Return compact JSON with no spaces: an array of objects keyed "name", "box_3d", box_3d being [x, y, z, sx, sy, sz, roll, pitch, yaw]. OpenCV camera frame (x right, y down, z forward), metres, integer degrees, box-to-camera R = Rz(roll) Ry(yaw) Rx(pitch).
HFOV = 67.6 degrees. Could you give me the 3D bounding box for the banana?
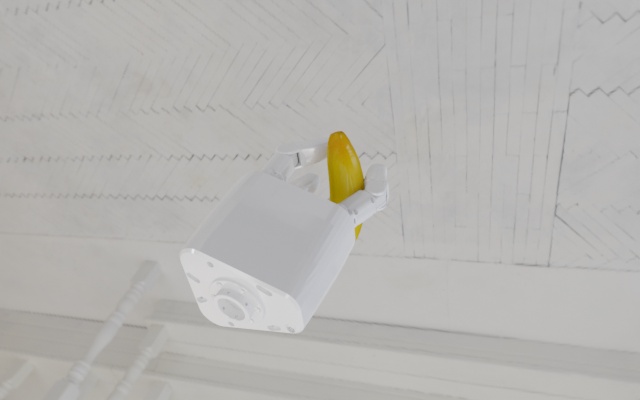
[{"name":"banana","box_3d":[0.015,0.014,0.511,0.069,0.198,0.037,34,51,11]}]
